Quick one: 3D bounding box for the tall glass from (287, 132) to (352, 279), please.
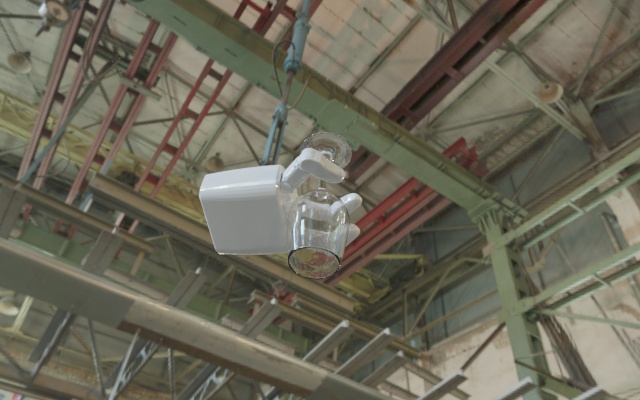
[{"bbox_3d":[0.000,0.001,0.615,0.079,0.200,0.079,3,-45,3],"label":"tall glass"}]
